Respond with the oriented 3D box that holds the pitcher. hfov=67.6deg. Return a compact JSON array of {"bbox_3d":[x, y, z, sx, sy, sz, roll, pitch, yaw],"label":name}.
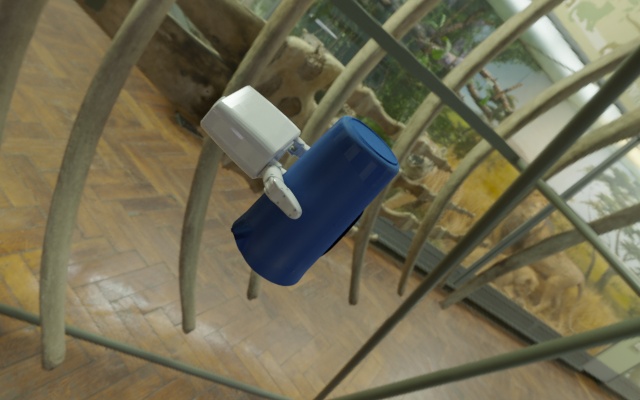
[{"bbox_3d":[0.000,0.002,0.692,0.243,0.145,0.149,-45,5,21],"label":"pitcher"}]
